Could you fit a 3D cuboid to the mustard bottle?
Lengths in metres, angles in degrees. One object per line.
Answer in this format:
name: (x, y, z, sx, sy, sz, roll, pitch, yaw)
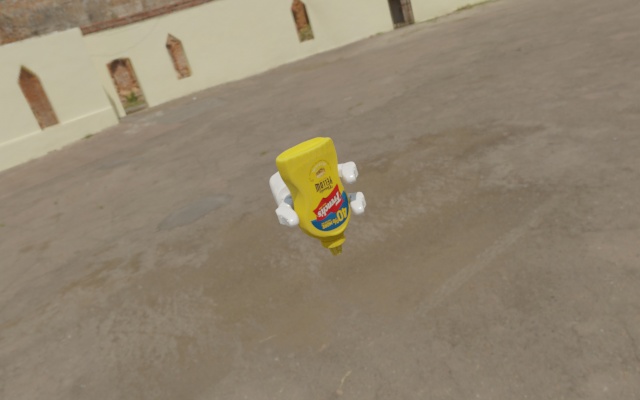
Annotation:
mustard bottle: (0.000, 0.002, 0.768, 0.096, 0.192, 0.058, -31, 24, -31)
